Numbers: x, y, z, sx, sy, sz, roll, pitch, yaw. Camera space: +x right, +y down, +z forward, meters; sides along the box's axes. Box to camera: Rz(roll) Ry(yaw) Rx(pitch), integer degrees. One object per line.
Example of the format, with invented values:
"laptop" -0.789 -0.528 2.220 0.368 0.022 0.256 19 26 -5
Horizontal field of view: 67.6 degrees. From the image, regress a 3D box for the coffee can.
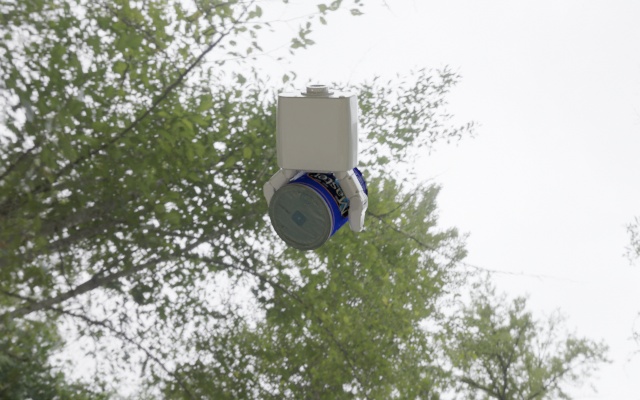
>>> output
"coffee can" 0.000 0.003 0.740 0.103 0.103 0.140 0 20 29
